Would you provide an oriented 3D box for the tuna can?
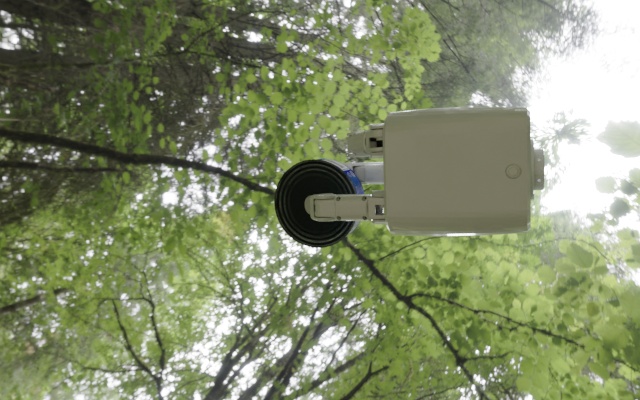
[{"bbox_3d":[0.000,0.001,0.471,0.086,0.086,0.034,0,7,21],"label":"tuna can"}]
